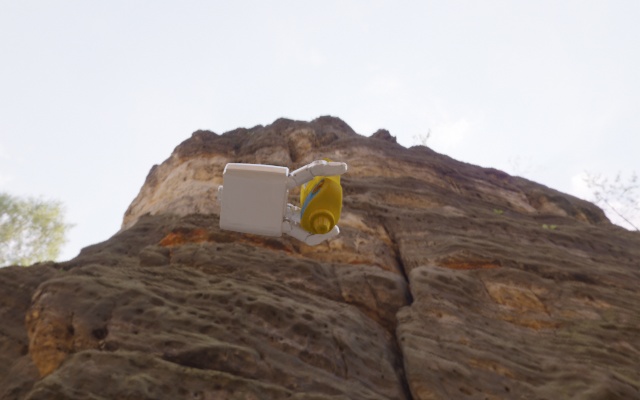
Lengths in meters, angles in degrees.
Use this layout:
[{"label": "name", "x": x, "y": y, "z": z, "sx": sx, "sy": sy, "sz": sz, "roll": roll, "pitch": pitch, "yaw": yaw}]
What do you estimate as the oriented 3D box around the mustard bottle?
[{"label": "mustard bottle", "x": 0.000, "y": 0.003, "z": 0.817, "sx": 0.058, "sy": 0.096, "sz": 0.191, "roll": 29, "pitch": 22, "yaw": -14}]
